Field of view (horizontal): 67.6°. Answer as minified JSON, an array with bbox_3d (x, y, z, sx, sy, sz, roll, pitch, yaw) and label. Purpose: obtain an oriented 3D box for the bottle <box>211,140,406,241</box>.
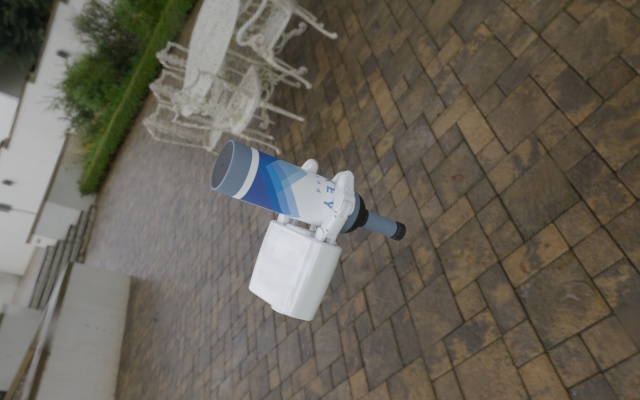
[{"bbox_3d":[0.000,0.002,0.656,0.296,0.069,0.069,21,-10,-28],"label":"bottle"}]
